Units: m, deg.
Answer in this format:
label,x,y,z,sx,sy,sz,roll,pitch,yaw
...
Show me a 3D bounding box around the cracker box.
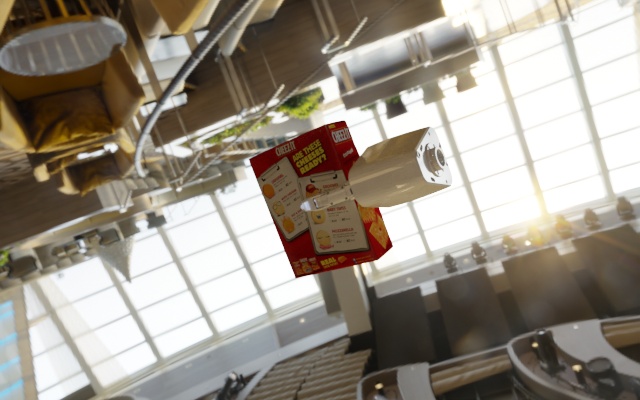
label,x,y,z,sx,sy,sz,roll,pitch,yaw
cracker box,0.000,0.003,0.758,0.164,0.214,0.072,-19,4,35
